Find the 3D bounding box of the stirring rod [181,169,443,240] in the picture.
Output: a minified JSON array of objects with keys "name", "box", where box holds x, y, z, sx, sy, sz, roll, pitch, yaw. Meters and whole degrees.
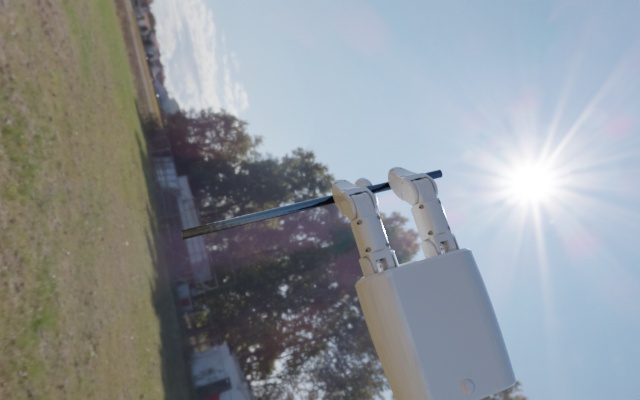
[{"name":"stirring rod","box":[0.000,0.001,0.420,0.239,0.011,0.011,-13,3,-15]}]
